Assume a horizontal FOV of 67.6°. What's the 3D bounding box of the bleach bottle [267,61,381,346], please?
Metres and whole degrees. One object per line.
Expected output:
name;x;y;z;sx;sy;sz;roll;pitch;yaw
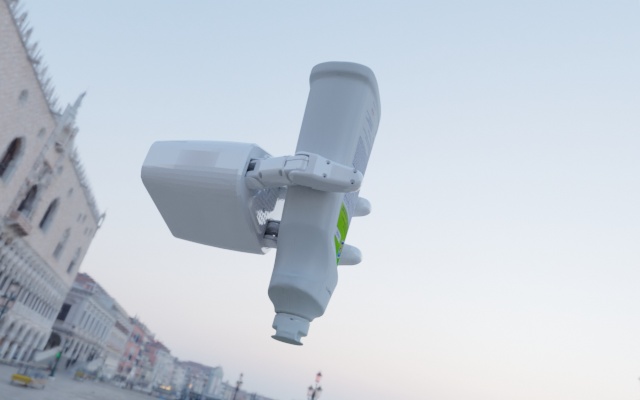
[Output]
bleach bottle;0.000;0.001;0.436;0.068;0.250;0.103;7;-26;17
